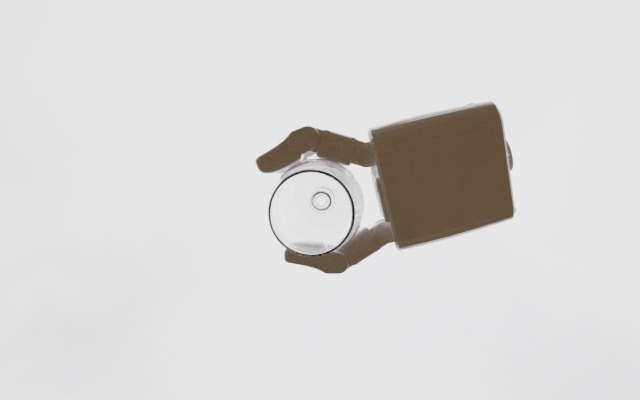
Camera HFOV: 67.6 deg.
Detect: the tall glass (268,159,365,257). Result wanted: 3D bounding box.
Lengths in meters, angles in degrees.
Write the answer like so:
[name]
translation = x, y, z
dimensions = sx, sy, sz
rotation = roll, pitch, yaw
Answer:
[tall glass]
translation = 0.000, 0.001, 0.433
dimensions = 0.079, 0.079, 0.201
rotation = 0, 5, 4
